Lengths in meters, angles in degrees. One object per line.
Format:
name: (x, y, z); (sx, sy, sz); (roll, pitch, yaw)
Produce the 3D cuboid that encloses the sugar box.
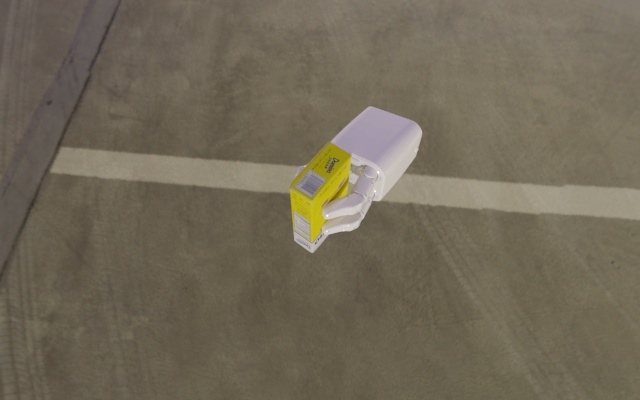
sugar box: (0.001, 0.002, 0.708); (0.048, 0.093, 0.176); (33, -23, 19)
